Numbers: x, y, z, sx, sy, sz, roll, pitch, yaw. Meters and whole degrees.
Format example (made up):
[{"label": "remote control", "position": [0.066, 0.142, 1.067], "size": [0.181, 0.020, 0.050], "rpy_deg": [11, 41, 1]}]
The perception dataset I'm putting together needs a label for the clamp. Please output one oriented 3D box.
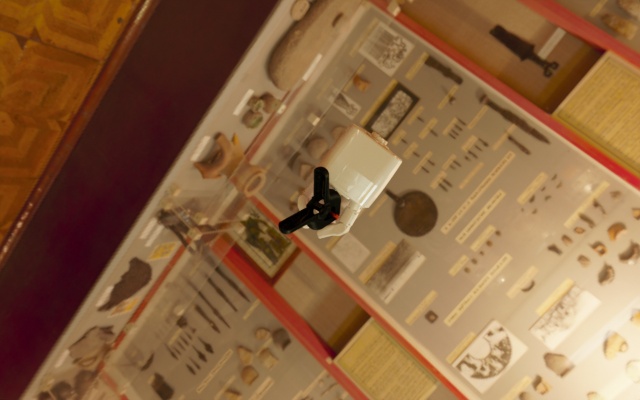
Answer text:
[{"label": "clamp", "position": [0.001, 0.003, 0.801], "size": [0.039, 0.120, 0.171], "rpy_deg": [40, 13, 18]}]
